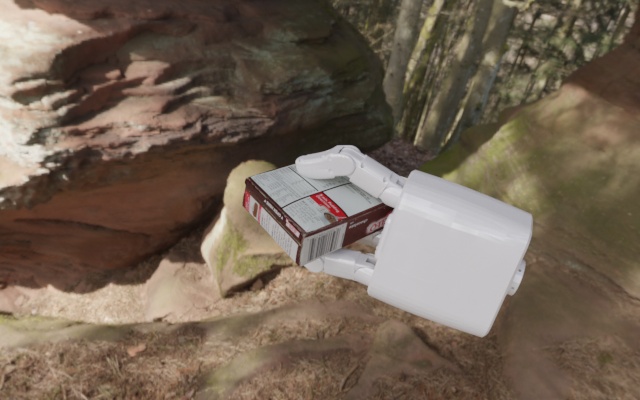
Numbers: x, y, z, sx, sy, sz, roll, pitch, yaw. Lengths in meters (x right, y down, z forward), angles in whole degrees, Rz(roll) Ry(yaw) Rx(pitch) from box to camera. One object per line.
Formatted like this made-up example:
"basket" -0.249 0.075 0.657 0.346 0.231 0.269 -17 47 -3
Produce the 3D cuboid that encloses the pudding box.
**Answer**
"pudding box" 0.000 0.001 0.436 0.113 0.039 0.090 -19 46 -36
